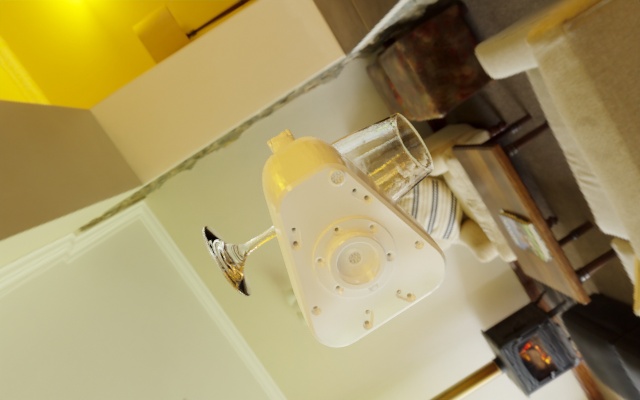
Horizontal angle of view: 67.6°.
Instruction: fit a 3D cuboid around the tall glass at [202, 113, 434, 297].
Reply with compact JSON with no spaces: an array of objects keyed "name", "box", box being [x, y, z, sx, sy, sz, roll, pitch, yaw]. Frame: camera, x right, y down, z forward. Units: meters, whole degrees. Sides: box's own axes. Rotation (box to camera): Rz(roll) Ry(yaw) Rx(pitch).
[{"name":"tall glass","box":[-0.001,0.002,0.427,0.201,0.079,0.079,-33,0,0]}]
